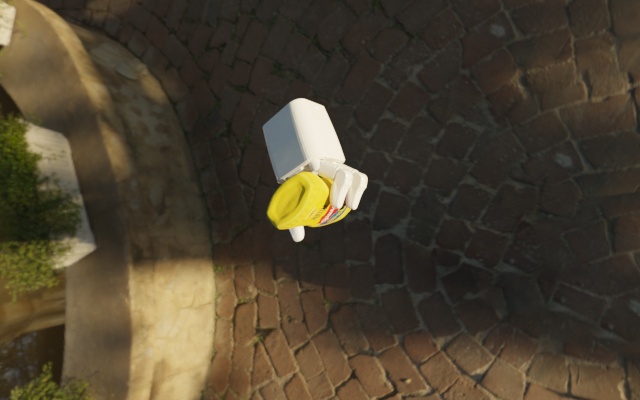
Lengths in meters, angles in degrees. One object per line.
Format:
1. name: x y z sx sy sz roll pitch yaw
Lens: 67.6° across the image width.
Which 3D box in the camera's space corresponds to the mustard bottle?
1. mustard bottle: 0.000 0.003 0.784 0.058 0.096 0.191 48 21 22
